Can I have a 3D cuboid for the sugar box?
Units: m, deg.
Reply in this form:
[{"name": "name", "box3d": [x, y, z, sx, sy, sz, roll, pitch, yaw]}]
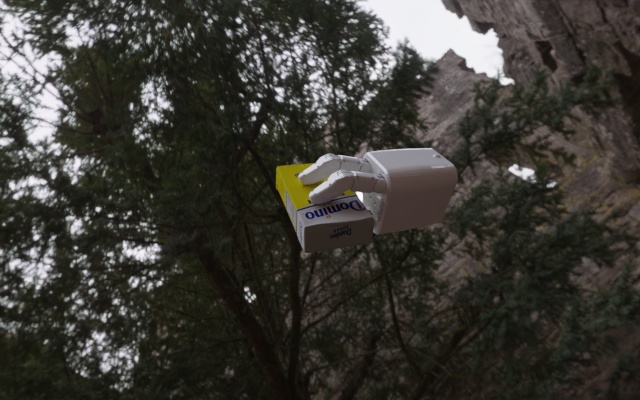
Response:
[{"name": "sugar box", "box3d": [0.000, 0.002, 0.663, 0.093, 0.048, 0.176, -7, 28, -15]}]
